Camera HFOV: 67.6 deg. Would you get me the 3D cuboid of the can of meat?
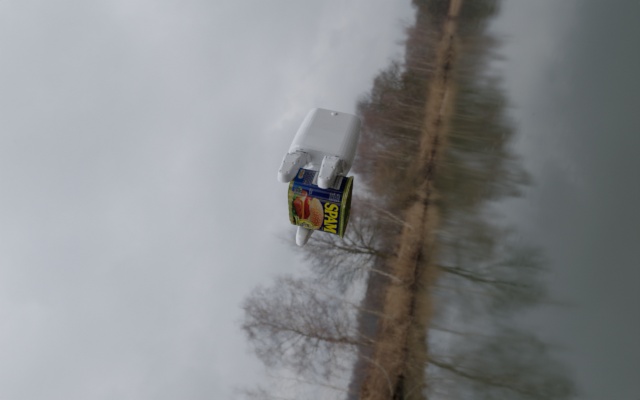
[{"bbox_3d":[0.000,0.002,0.699,0.084,0.057,0.102,13,-37,9],"label":"can of meat"}]
